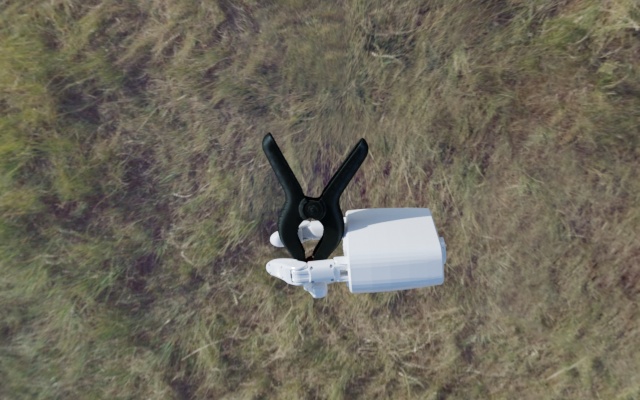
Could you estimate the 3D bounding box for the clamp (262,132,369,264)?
[{"bbox_3d":[0.000,0.002,0.556,0.120,0.171,0.039,-4,13,5],"label":"clamp"}]
